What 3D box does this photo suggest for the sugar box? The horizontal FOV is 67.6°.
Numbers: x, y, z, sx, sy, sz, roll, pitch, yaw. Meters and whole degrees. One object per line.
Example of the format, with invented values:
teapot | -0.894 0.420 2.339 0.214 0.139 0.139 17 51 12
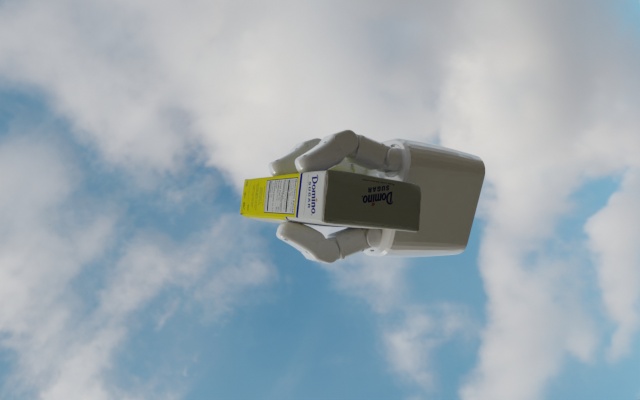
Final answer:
sugar box | 0.000 0.001 0.439 0.093 0.048 0.176 7 -6 -29
